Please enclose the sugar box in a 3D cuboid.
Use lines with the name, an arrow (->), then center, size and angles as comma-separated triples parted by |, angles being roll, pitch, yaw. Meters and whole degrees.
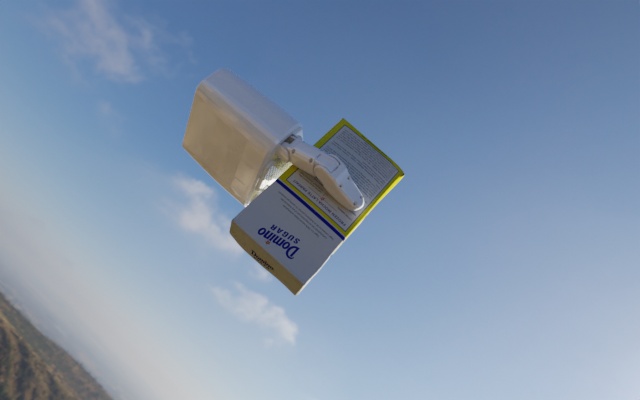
sugar box -> 0.000, 0.002, 0.492 | 0.176, 0.093, 0.048 | -45, -7, -27
